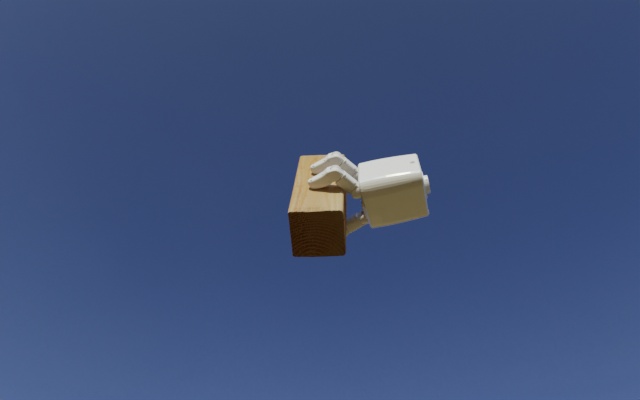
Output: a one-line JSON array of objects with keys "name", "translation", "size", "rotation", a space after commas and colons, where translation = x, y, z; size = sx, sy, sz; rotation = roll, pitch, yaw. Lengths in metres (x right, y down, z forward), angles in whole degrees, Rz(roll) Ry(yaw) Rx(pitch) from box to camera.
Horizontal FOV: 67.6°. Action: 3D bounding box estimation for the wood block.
[{"name": "wood block", "translation": [0.001, 0.003, 0.853], "size": [0.090, 0.091, 0.206], "rotation": [-2, 30, 5]}]
